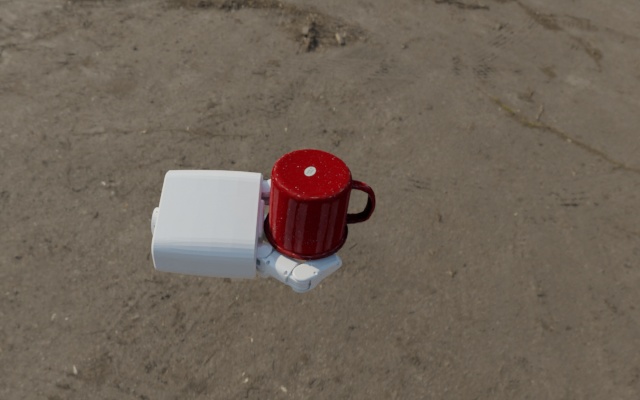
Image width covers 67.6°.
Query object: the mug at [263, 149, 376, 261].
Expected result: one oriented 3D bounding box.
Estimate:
[{"bbox_3d":[0.002,0.002,0.498,0.117,0.082,0.093,3,43,-5],"label":"mug"}]
